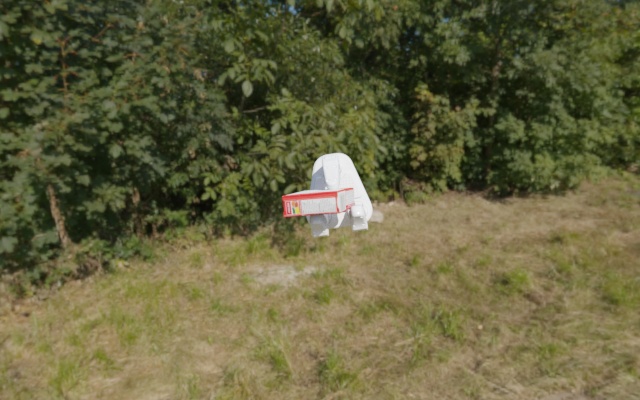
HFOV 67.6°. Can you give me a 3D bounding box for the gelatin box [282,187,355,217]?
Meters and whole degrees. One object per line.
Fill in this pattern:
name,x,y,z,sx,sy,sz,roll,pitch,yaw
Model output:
gelatin box,0.000,0.002,0.621,0.073,0.030,0.089,-4,3,17
